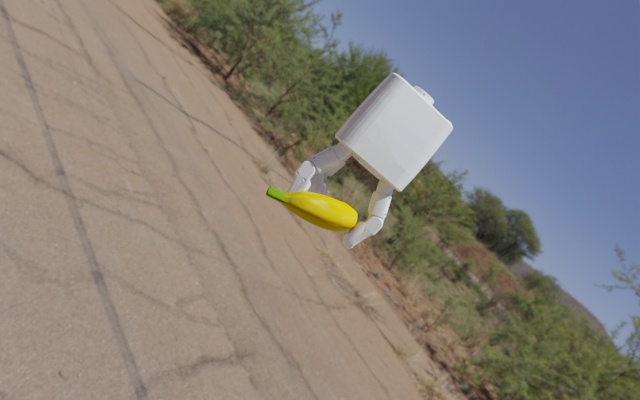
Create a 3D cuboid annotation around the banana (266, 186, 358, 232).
[{"bbox_3d":[0.012,0.012,0.602,0.069,0.037,0.198,39,8,26],"label":"banana"}]
